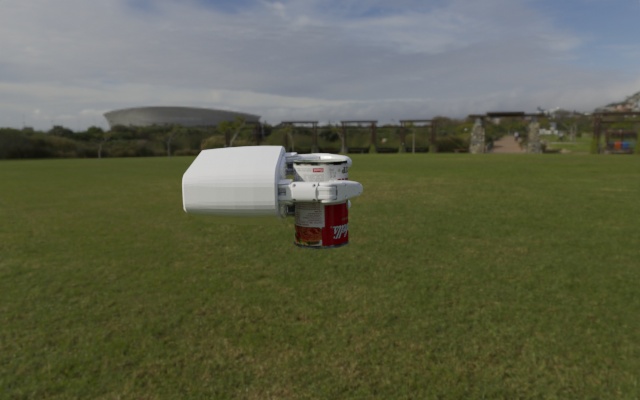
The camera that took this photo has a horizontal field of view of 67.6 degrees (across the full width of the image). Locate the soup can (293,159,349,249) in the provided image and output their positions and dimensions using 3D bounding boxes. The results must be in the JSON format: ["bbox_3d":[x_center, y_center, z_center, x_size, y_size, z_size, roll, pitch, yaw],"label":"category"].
[{"bbox_3d":[0.001,0.002,0.580,0.068,0.102,0.068,-1,8,0],"label":"soup can"}]
